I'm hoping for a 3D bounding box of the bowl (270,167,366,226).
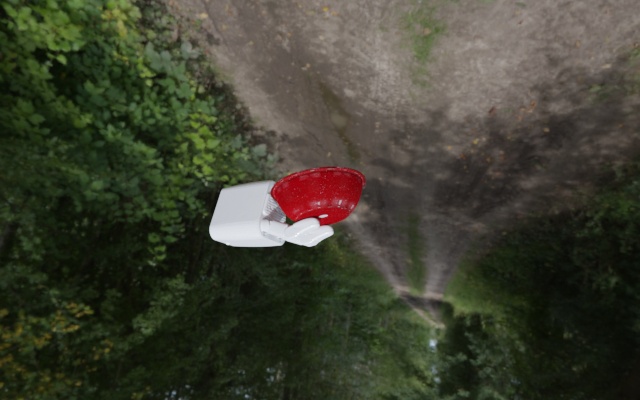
[{"bbox_3d":[0.001,0.003,0.790,0.162,0.055,0.162,-8,-21,-3],"label":"bowl"}]
